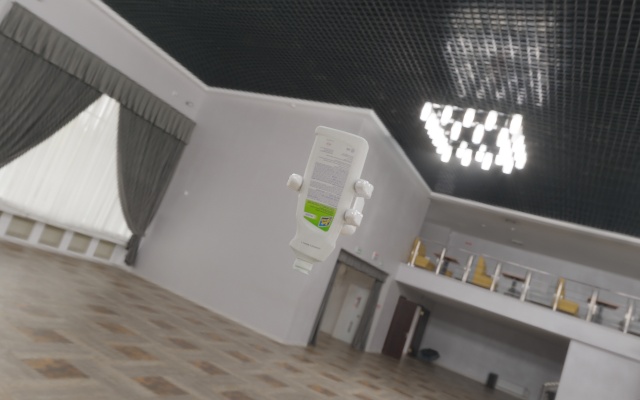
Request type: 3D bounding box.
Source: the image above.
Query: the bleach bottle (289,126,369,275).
[{"bbox_3d":[0.000,0.003,0.833,0.102,0.251,0.068,18,-9,15],"label":"bleach bottle"}]
